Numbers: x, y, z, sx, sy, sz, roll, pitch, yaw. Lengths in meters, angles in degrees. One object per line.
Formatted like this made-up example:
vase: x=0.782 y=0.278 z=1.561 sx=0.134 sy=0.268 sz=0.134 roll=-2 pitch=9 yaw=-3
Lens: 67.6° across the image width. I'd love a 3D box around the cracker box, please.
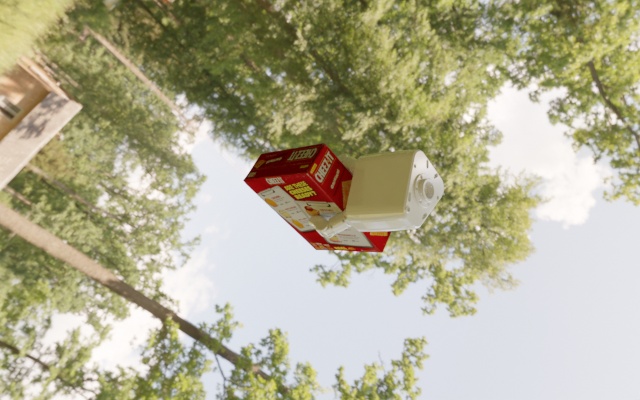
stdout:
cracker box: x=0.000 y=0.003 z=0.815 sx=0.164 sy=0.072 sz=0.214 roll=-3 pitch=-40 yaw=45
